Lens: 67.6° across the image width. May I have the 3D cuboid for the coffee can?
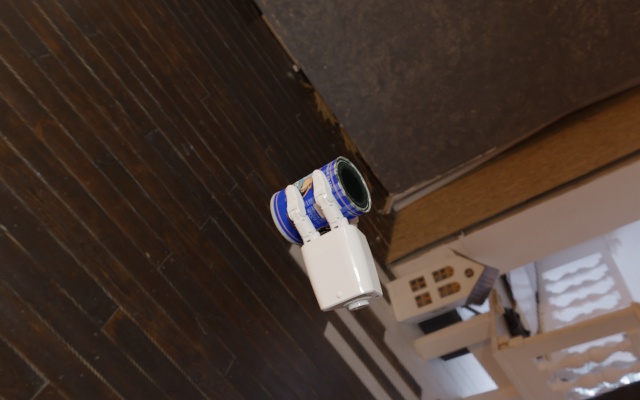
[{"bbox_3d":[0.000,0.003,0.816,0.140,0.102,0.103,-28,-13,26],"label":"coffee can"}]
